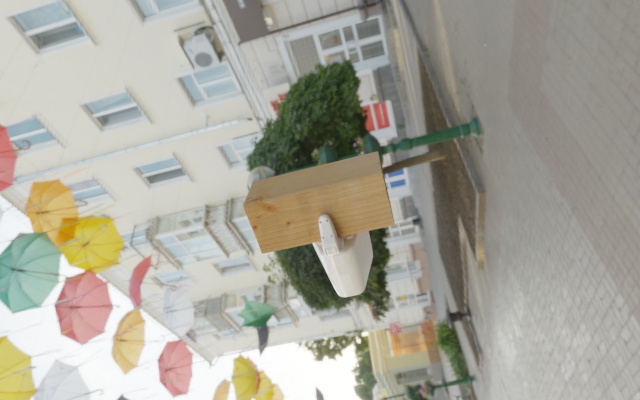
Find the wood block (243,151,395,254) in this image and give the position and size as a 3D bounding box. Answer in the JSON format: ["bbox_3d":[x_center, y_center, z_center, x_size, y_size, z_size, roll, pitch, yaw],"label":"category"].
[{"bbox_3d":[0.000,0.003,0.731,0.206,0.090,0.090,-13,25,8],"label":"wood block"}]
